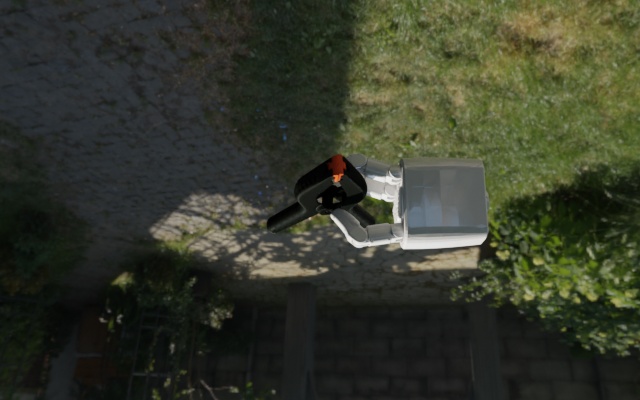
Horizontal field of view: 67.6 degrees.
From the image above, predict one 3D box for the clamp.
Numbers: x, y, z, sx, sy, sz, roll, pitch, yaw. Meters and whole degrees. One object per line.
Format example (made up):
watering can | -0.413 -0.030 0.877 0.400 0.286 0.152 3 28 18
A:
clamp | 0.000 0.003 0.647 0.164 0.036 0.210 -5 -24 -1
